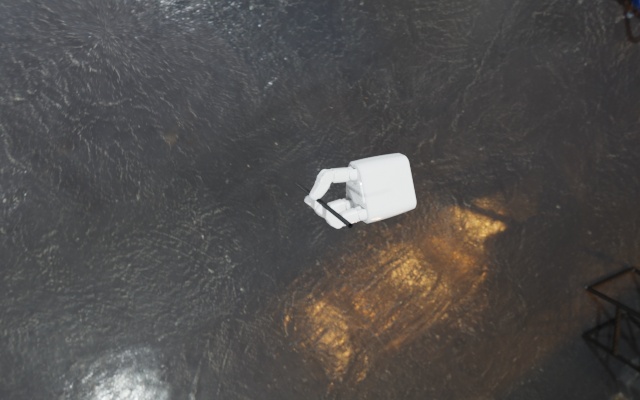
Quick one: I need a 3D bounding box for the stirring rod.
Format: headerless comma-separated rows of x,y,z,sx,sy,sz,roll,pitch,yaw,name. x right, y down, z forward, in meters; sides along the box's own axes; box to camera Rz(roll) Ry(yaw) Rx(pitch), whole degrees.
0.000,0.003,0.851,0.011,0.011,0.239,0,18,-24,stirring rod
